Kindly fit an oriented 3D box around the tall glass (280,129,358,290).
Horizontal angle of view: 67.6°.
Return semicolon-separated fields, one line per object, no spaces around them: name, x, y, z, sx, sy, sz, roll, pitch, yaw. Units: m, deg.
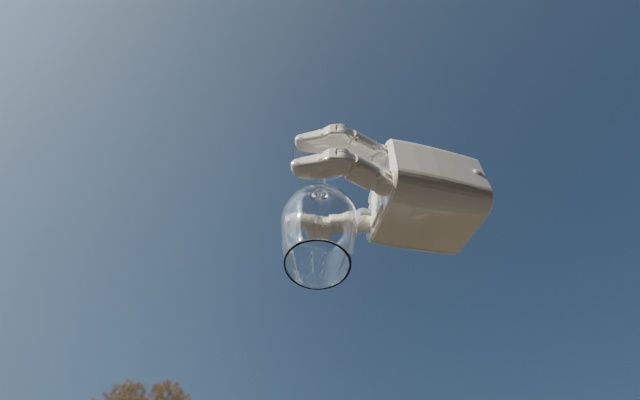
tall glass;0.000;0.001;0.511;0.079;0.079;0.201;0;35;2
